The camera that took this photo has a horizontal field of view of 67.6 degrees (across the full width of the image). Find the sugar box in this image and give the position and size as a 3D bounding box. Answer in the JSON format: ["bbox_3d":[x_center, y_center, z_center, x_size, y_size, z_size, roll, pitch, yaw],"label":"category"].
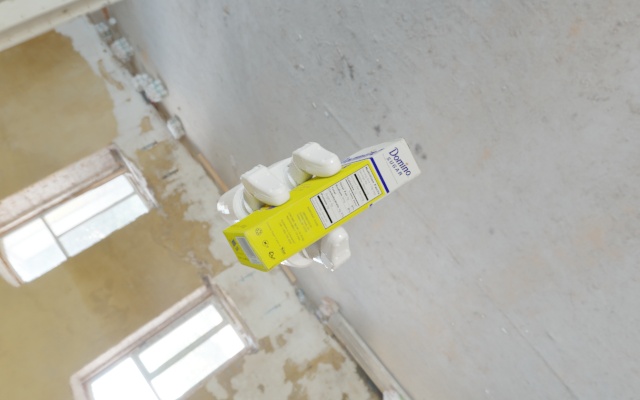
[{"bbox_3d":[0.000,0.001,0.455,0.176,0.048,0.093,-34,11,-21],"label":"sugar box"}]
